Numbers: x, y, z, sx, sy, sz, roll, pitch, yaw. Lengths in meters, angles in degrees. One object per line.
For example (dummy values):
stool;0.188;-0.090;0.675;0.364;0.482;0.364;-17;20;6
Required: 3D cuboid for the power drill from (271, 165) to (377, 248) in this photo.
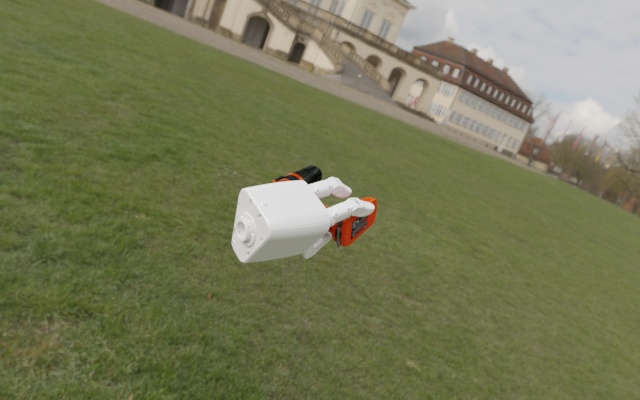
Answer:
power drill;0.000;0.003;0.833;0.187;0.057;0.184;19;36;28
